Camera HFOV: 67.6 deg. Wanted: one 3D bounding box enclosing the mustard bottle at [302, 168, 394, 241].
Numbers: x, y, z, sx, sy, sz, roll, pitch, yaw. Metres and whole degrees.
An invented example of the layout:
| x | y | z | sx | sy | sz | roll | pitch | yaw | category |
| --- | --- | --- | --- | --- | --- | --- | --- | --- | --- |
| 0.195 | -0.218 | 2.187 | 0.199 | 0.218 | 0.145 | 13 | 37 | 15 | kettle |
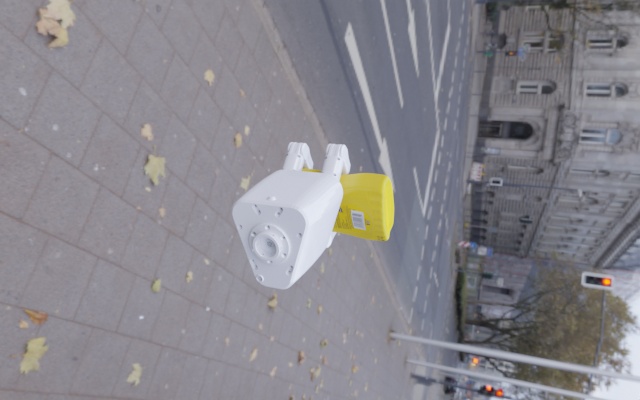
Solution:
| x | y | z | sx | sy | sz | roll | pitch | yaw | category |
| --- | --- | --- | --- | --- | --- | --- | --- | --- | --- |
| 0.000 | 0.002 | 0.648 | 0.191 | 0.096 | 0.058 | 6 | 47 | 20 | mustard bottle |
